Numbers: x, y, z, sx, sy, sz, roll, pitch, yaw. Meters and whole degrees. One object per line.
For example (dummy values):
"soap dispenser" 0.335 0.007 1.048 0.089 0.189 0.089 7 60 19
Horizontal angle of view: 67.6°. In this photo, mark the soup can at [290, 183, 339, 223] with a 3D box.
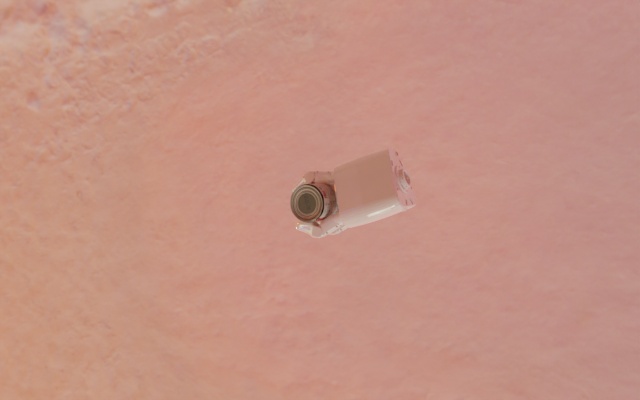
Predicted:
"soup can" 0.000 0.003 0.852 0.068 0.068 0.102 0 3 28
